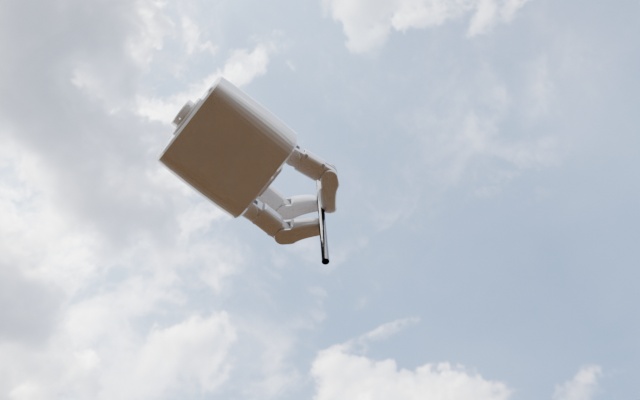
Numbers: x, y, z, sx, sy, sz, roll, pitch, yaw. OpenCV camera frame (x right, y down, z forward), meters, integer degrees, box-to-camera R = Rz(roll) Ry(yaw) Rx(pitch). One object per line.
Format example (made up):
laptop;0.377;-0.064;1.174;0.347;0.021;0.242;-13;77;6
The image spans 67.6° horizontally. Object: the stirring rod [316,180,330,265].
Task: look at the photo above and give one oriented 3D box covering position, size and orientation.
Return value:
stirring rod;0.000;0.002;0.579;0.011;0.011;0.239;0;29;-3
